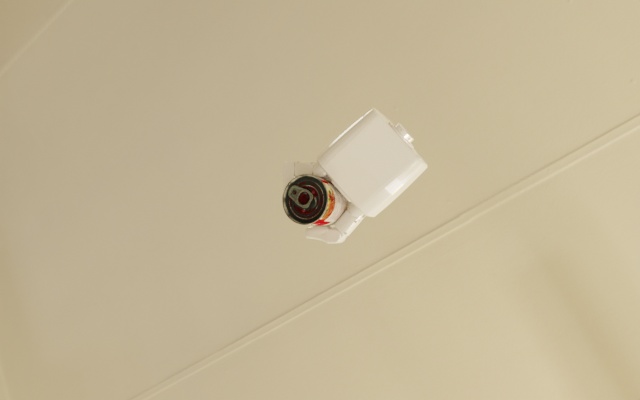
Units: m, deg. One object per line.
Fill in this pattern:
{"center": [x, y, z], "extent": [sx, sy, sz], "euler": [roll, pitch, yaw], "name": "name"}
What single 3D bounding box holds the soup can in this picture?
{"center": [0.000, 0.003, 0.678], "extent": [0.068, 0.068, 0.102], "euler": [0, -4, 25], "name": "soup can"}
